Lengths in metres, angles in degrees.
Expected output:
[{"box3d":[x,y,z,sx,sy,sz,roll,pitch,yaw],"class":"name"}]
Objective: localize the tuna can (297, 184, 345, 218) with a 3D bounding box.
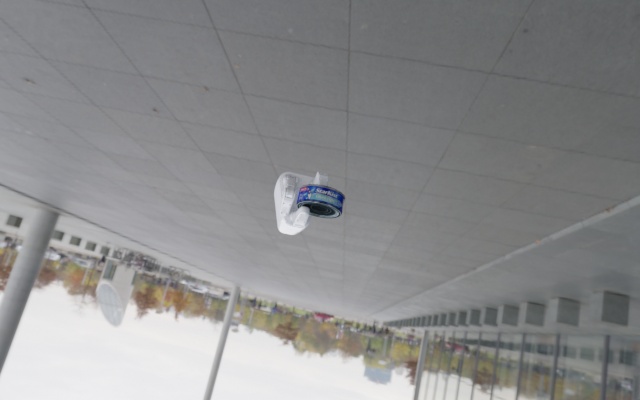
[{"box3d":[0.000,0.003,0.867,0.086,0.033,0.086,11,-19,4],"class":"tuna can"}]
